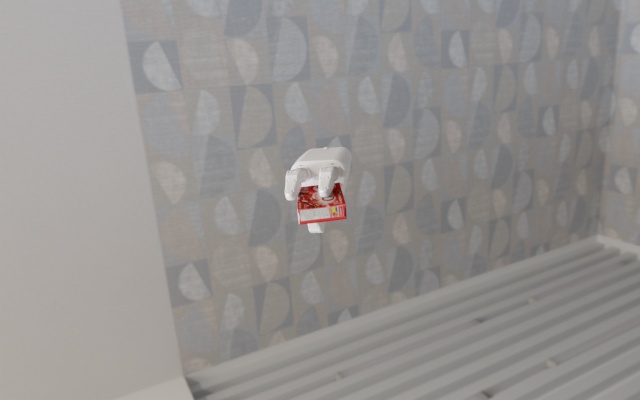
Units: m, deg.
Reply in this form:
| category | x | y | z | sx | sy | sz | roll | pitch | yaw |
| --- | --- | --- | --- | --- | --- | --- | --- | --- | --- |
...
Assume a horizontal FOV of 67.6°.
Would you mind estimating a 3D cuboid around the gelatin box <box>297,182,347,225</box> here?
| category | x | y | z | sx | sy | sz | roll | pitch | yaw |
| --- | --- | --- | --- | --- | --- | --- | --- | --- | --- |
| gelatin box | 0.000 | 0.003 | 0.750 | 0.073 | 0.030 | 0.089 | -6 | 25 | -1 |
